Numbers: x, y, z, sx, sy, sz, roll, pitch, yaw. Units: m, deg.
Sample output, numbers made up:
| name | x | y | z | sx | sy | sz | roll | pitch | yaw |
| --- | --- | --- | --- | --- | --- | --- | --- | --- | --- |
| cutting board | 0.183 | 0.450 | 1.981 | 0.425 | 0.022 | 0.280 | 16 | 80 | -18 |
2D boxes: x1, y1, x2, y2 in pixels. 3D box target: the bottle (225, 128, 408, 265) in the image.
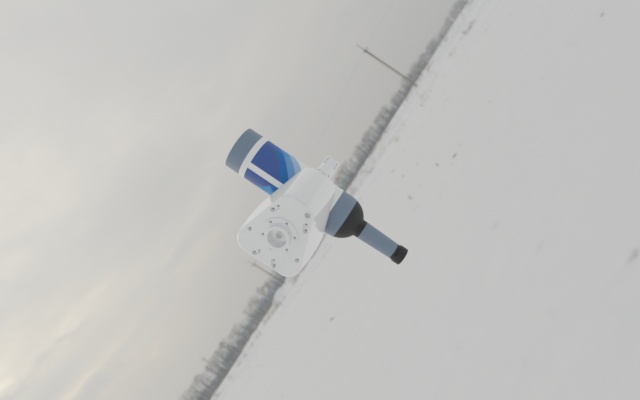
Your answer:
| name | x | y | z | sx | sy | sz | roll | pitch | yaw |
| --- | --- | --- | --- | --- | --- | --- | --- | --- | --- |
| bottle | 0.000 | 0.002 | 0.708 | 0.296 | 0.069 | 0.069 | 34 | 0 | 0 |
